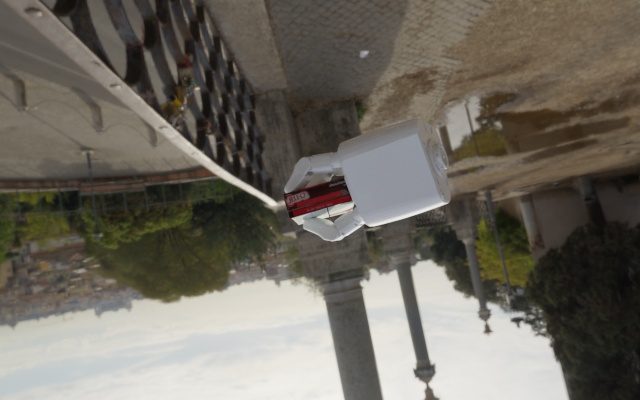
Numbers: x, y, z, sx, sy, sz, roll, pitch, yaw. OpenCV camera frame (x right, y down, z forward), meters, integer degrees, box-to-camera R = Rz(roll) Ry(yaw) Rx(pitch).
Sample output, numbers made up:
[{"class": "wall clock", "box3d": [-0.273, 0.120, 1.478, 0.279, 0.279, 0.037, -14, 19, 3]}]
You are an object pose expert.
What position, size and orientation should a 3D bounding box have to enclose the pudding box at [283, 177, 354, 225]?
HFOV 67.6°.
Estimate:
[{"class": "pudding box", "box3d": [0.000, 0.002, 0.664, 0.090, 0.039, 0.113, -15, -9, 0]}]
